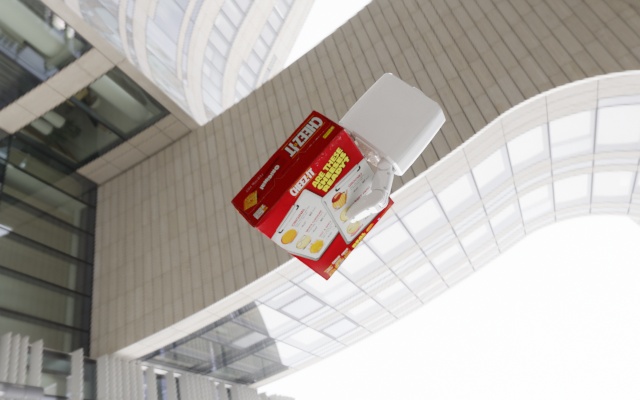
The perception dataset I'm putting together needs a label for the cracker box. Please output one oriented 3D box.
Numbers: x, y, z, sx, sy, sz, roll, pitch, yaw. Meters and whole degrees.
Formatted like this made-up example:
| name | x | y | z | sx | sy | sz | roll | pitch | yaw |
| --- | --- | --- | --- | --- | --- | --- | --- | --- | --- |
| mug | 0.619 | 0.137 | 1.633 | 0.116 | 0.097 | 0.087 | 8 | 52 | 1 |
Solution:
| name | x | y | z | sx | sy | sz | roll | pitch | yaw |
| --- | --- | --- | --- | --- | --- | --- | --- | --- | --- |
| cracker box | 0.000 | 0.002 | 0.672 | 0.072 | 0.164 | 0.214 | 39 | -4 | 37 |
